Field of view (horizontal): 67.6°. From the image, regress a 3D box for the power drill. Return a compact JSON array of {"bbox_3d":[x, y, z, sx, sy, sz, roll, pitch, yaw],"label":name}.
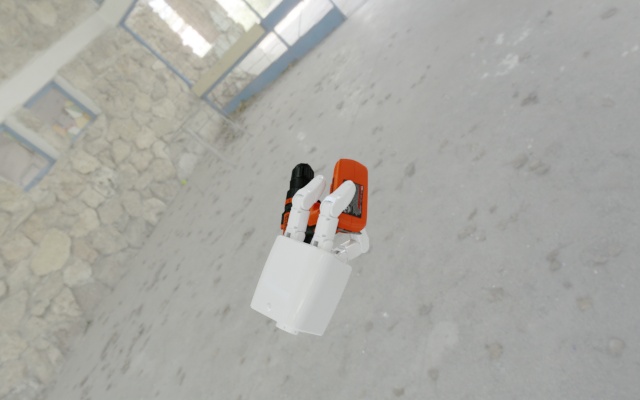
[{"bbox_3d":[0.000,0.003,0.744,0.057,0.184,0.188,13,-23,-26],"label":"power drill"}]
